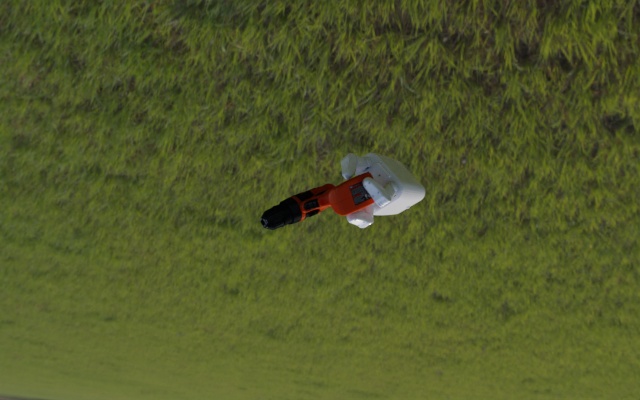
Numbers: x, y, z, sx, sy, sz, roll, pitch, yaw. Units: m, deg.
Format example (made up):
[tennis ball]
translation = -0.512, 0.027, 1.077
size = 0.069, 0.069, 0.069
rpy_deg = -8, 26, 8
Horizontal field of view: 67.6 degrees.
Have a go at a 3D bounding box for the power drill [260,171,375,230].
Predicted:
[power drill]
translation = 0.001, 0.003, 0.885
size = 0.184, 0.057, 0.187
rpy_deg = -26, 10, -36
